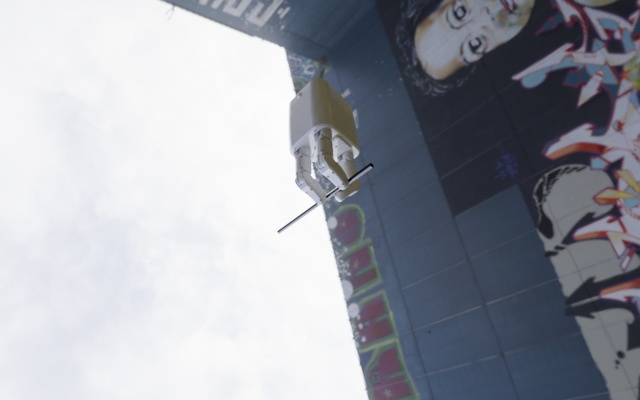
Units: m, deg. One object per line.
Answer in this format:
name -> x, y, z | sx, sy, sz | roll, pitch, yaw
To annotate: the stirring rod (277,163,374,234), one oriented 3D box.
stirring rod -> 0.000, 0.002, 0.771 | 0.011, 0.011, 0.240 | 0, -26, -44
